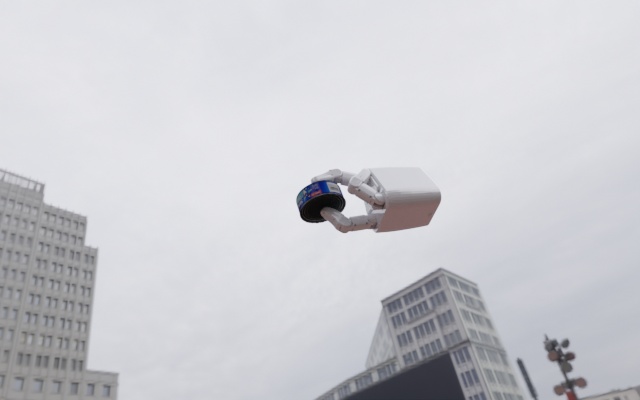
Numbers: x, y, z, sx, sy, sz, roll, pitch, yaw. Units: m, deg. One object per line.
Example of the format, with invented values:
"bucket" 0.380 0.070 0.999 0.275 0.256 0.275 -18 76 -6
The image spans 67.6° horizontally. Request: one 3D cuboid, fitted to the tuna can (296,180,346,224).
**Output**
"tuna can" 0.000 0.002 0.851 0.086 0.033 0.086 -13 -35 -9
